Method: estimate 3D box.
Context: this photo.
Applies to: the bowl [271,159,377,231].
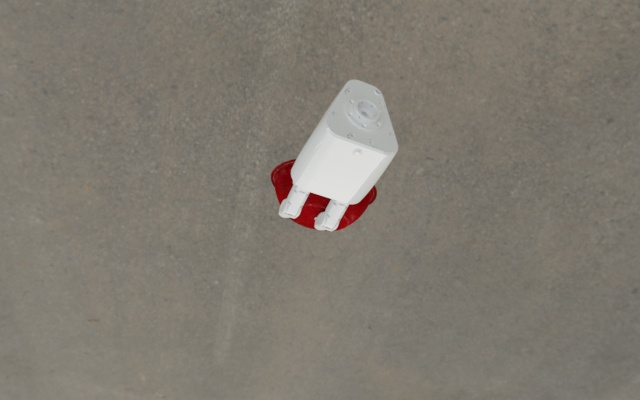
[{"bbox_3d":[0.000,0.003,0.707,0.162,0.055,0.162,9,-25,4],"label":"bowl"}]
